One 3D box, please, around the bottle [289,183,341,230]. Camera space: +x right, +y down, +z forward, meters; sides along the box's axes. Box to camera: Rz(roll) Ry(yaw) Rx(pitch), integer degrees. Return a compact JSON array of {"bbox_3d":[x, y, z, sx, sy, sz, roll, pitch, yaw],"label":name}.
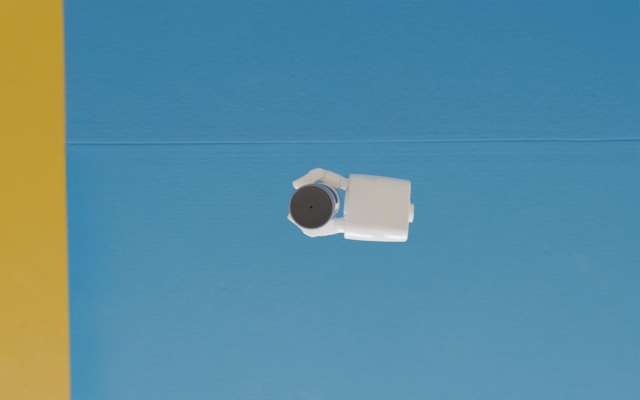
[{"bbox_3d":[0.000,0.003,0.832,0.069,0.069,0.295,0,3,5],"label":"bottle"}]
